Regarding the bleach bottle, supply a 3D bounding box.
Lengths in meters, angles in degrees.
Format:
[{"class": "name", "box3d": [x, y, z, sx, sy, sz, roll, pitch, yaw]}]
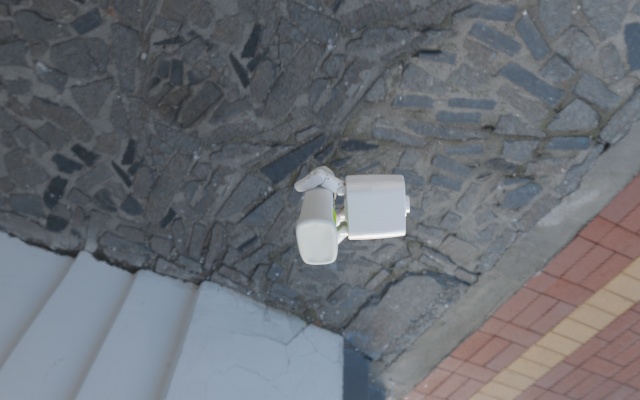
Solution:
[{"class": "bleach bottle", "box3d": [0.000, 0.003, 0.896, 0.068, 0.103, 0.250, -3, 34, 5]}]
